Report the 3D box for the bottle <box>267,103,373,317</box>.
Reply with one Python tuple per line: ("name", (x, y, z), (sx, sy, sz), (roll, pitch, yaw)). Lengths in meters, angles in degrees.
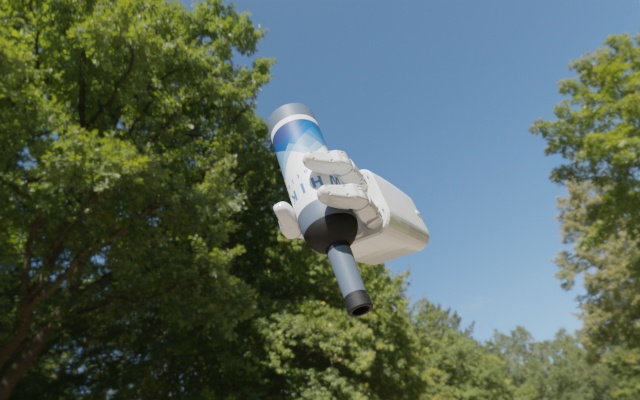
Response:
("bottle", (0.000, 0.002, 0.575), (0.069, 0.295, 0.069), (-13, -37, -10))
